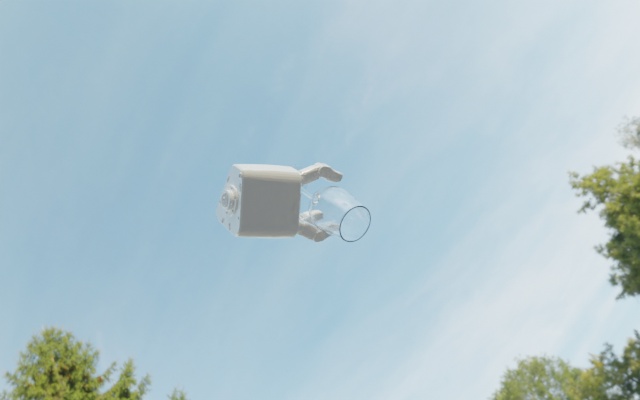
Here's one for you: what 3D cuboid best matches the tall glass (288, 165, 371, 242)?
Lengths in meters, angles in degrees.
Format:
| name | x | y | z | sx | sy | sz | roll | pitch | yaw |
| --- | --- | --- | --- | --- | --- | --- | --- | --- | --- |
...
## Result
| name | x | y | z | sx | sy | sz | roll | pitch | yaw |
| --- | --- | --- | --- | --- | --- | --- | --- | --- | --- |
| tall glass | 0.000 | 0.002 | 0.819 | 0.079 | 0.079 | 0.201 | 0 | 20 | -36 |
